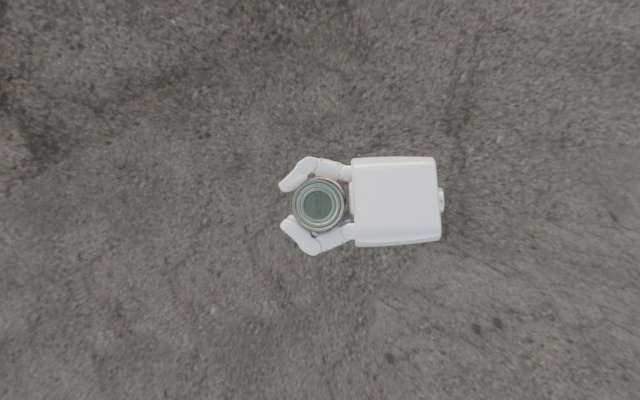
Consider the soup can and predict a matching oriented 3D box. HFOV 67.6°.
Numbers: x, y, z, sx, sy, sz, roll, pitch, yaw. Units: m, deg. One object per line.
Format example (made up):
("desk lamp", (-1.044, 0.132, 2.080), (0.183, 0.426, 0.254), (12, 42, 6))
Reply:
("soup can", (0.000, 0.002, 0.627), (0.068, 0.068, 0.102), (0, 5, 3))
